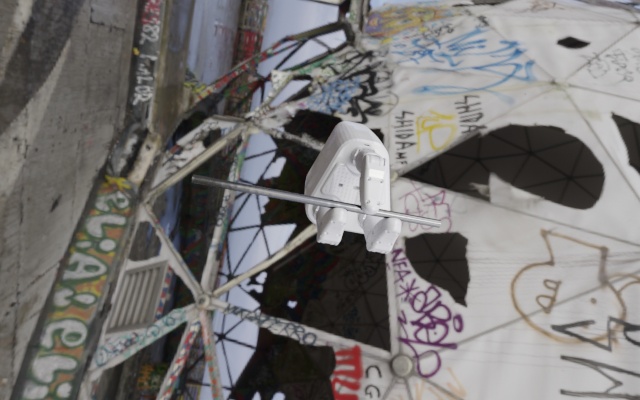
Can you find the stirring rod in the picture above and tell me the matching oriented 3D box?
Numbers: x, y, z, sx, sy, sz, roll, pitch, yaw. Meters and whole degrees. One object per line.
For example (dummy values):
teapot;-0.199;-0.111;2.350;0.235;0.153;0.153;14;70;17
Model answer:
stirring rod;0.000;0.001;0.454;0.239;0.011;0.011;10;-2;-8
